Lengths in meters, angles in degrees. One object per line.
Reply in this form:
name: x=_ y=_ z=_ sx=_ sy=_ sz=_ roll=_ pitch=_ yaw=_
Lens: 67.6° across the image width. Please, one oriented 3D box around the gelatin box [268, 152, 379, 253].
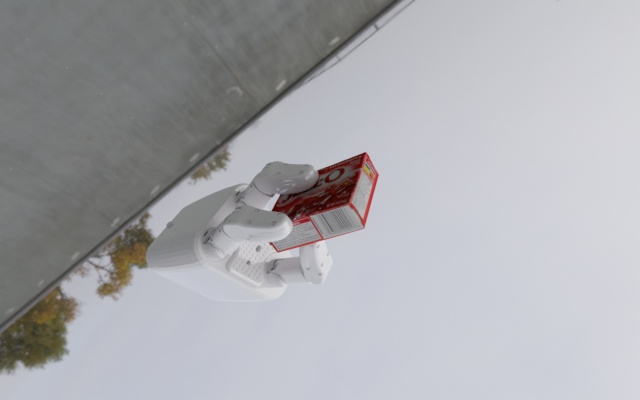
gelatin box: x=0.001 y=0.002 z=0.405 sx=0.089 sy=0.030 sz=0.073 roll=-18 pitch=30 yaw=29
